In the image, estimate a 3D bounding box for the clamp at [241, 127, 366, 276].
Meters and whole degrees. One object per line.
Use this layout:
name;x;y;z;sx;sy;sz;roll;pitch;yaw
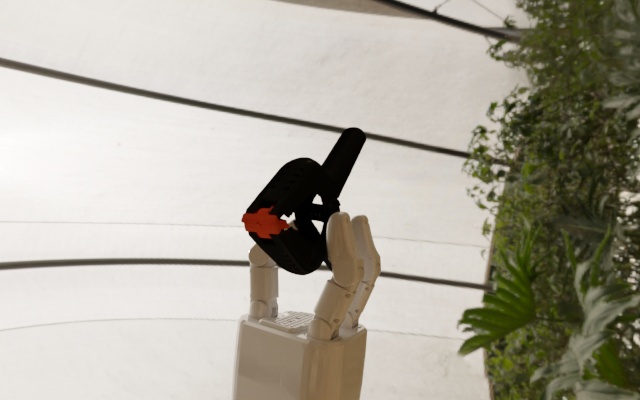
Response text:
clamp;-0.001;0.002;0.417;0.036;0.164;0.210;2;-4;23
